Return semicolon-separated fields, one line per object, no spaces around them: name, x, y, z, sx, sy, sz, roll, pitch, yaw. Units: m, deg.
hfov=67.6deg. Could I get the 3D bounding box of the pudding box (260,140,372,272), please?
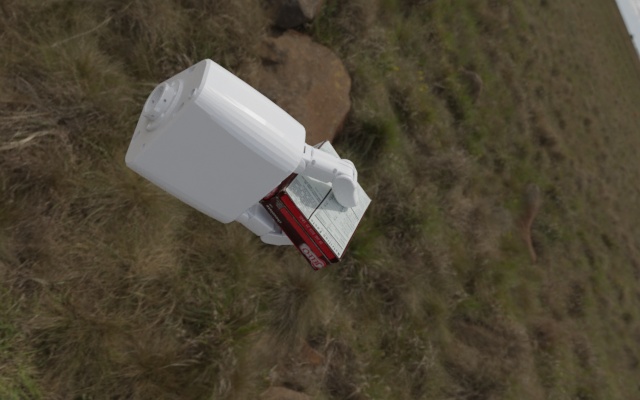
pudding box;0.000;0.001;0.485;0.039;0.090;0.113;-25;19;37
